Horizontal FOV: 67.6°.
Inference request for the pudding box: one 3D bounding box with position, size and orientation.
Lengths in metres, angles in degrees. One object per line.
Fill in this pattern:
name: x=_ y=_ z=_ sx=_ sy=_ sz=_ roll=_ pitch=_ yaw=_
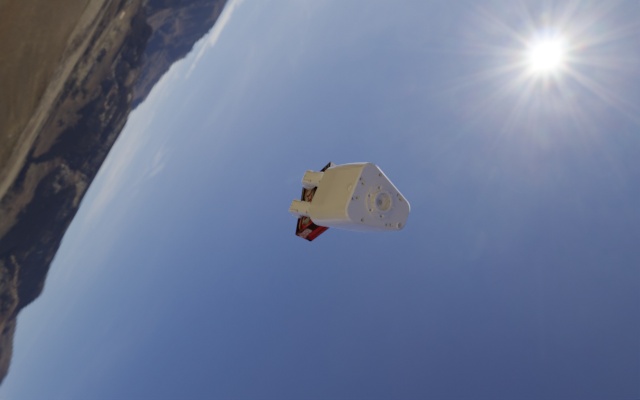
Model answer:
pudding box: x=0.000 y=0.003 z=0.823 sx=0.039 sy=0.113 sz=0.090 roll=29 pitch=-43 yaw=-23
